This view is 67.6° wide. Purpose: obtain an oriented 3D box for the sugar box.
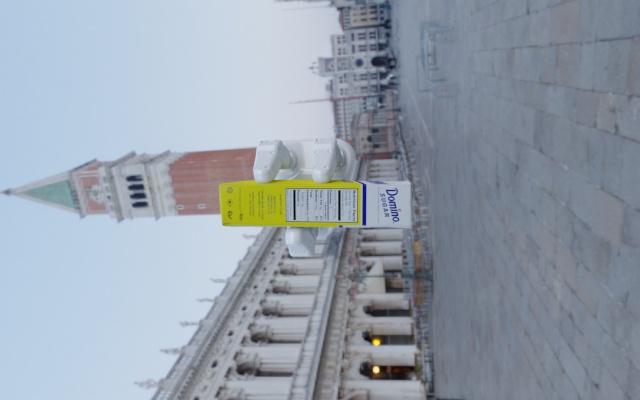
[{"bbox_3d":[0.000,0.001,0.468,0.176,0.048,0.093,-2,4,8],"label":"sugar box"}]
